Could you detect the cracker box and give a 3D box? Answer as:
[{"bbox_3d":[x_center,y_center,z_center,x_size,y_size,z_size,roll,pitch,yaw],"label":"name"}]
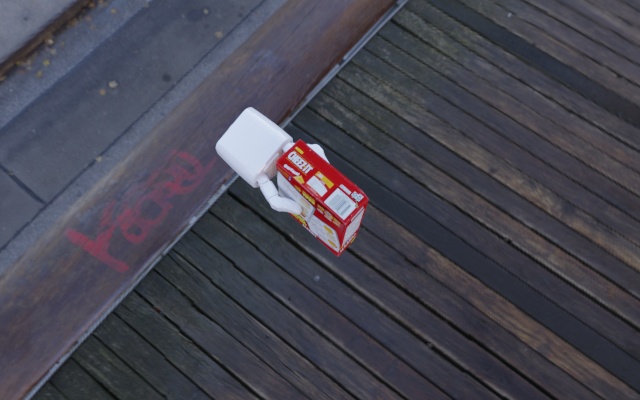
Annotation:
[{"bbox_3d":[0.000,0.003,0.891,0.164,0.072,0.214,41,-16,13],"label":"cracker box"}]
